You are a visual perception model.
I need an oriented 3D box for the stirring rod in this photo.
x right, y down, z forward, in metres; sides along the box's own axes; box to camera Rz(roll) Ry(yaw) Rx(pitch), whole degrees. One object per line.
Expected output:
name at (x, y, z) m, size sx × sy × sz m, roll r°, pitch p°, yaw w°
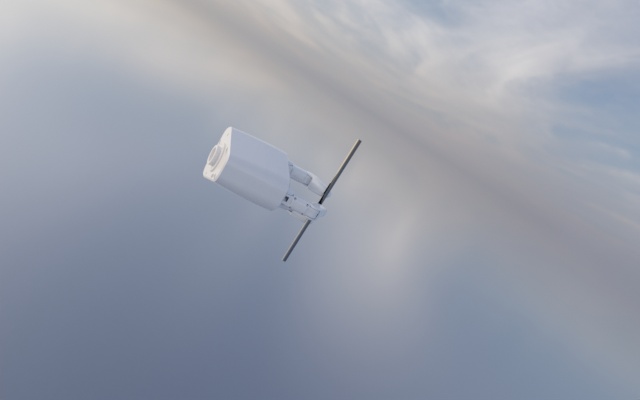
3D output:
stirring rod at (0.000, 0.003, 0.789) m, size 0.011 × 0.239 × 0.011 m, roll 31°, pitch 12°, yaw -7°
